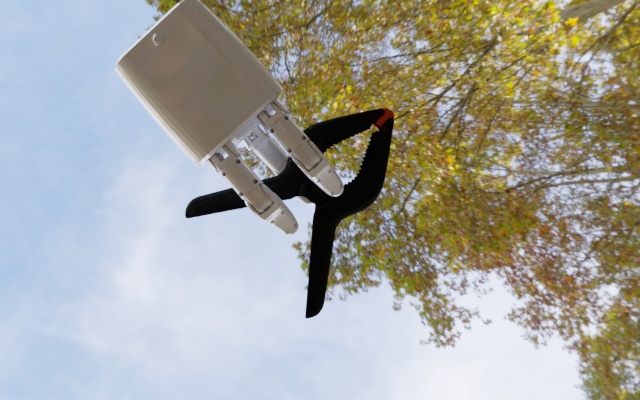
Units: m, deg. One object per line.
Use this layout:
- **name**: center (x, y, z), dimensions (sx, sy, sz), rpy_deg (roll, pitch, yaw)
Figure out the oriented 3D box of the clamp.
- **clamp**: center (0.000, 0.001, 0.457), dimensions (0.210, 0.164, 0.036), rpy_deg (-41, 9, 4)
